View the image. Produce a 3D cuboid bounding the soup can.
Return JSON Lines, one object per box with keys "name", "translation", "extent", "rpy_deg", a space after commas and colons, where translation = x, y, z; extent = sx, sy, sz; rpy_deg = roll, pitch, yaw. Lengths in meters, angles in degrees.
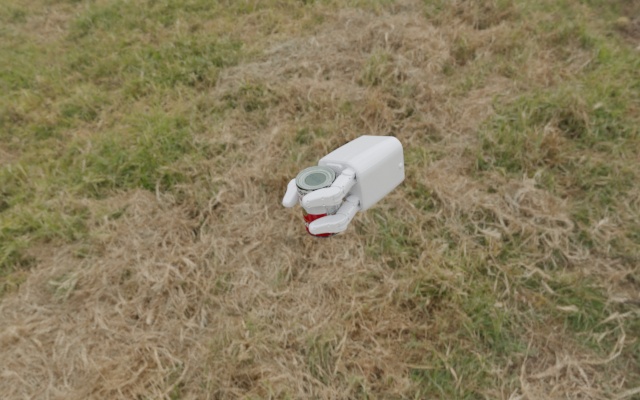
{"name": "soup can", "translation": [0.000, 0.003, 0.786], "extent": [0.068, 0.102, 0.068], "rpy_deg": [-7, 38, 6]}
